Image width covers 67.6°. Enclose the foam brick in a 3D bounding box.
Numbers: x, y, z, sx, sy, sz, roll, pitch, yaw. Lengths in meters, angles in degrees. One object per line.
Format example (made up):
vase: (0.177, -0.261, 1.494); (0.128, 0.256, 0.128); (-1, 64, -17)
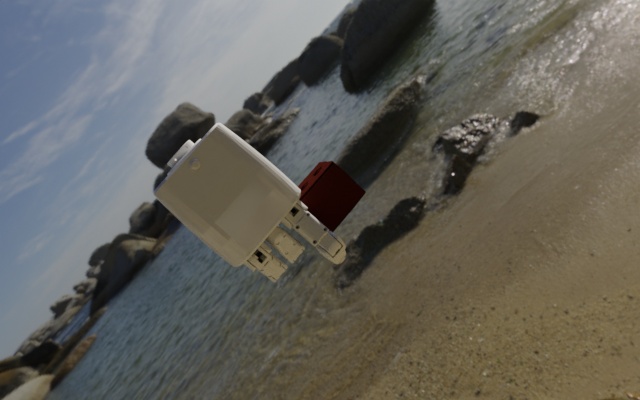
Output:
foam brick: (0.000, 0.002, 0.516); (0.051, 0.078, 0.053); (42, -8, -13)
